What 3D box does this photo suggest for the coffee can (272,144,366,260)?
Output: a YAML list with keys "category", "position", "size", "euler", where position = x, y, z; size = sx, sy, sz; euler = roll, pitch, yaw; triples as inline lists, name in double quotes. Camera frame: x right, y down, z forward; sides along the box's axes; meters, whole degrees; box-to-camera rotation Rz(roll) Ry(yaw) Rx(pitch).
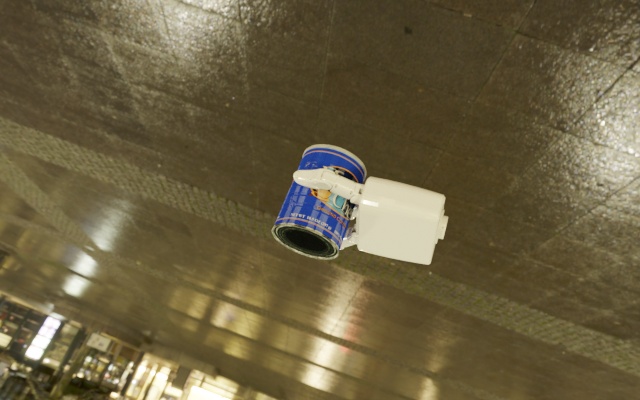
- category: "coffee can"
  position: [0.000, 0.002, 0.710]
  size: [0.103, 0.140, 0.103]
  euler: [17, -27, 9]
